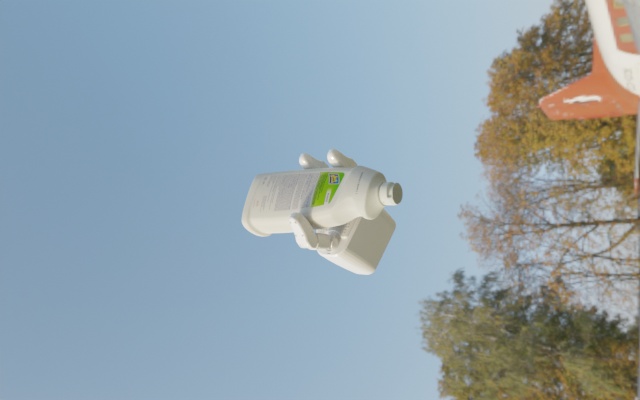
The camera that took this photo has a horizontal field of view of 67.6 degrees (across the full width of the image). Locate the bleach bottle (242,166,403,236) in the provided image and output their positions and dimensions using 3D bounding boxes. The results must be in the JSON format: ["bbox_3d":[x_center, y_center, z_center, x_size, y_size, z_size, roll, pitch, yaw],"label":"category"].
[{"bbox_3d":[0.000,0.002,0.698,0.251,0.102,0.068,-2,-24,38],"label":"bleach bottle"}]
